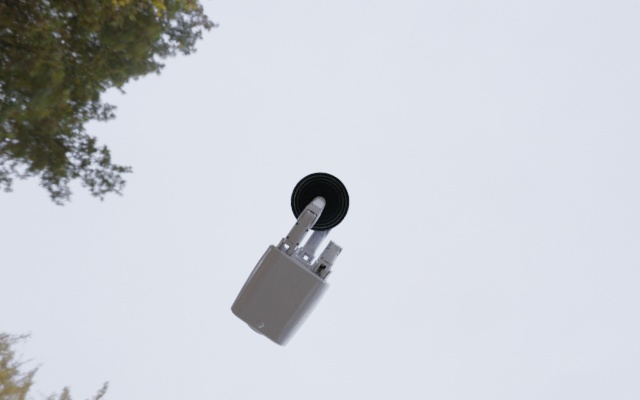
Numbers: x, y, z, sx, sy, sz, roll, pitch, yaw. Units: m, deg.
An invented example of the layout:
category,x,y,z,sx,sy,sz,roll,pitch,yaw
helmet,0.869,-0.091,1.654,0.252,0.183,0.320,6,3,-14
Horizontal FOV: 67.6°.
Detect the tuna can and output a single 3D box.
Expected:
category,x,y,z,sx,sy,sz,roll,pitch,yaw
tuna can,0.000,0.002,0.702,0.086,0.086,0.034,0,-2,3
